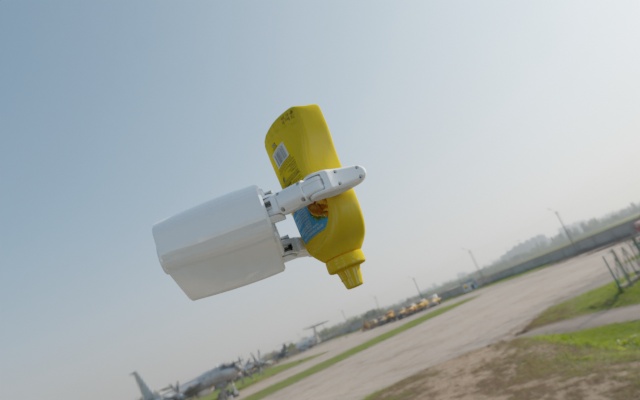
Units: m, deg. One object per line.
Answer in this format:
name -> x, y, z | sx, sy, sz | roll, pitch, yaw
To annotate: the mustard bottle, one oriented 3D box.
mustard bottle -> 0.000, 0.001, 0.506 | 0.058, 0.191, 0.096 | -13, -18, -31
